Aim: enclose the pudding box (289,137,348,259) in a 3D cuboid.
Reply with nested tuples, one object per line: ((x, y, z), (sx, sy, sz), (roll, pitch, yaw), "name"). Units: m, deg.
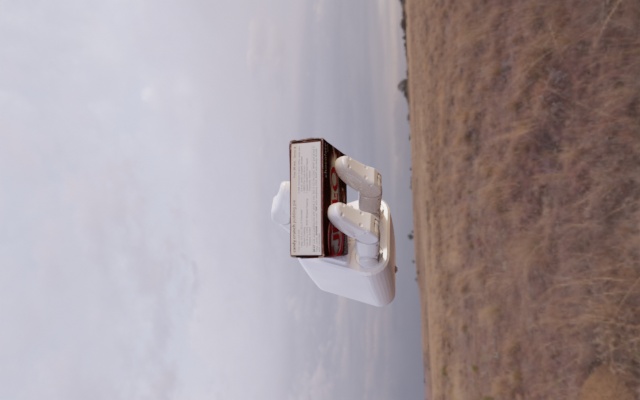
((0.000, 0.002, 0.479), (0.039, 0.113, 0.090), (-4, -6, 16), "pudding box")
